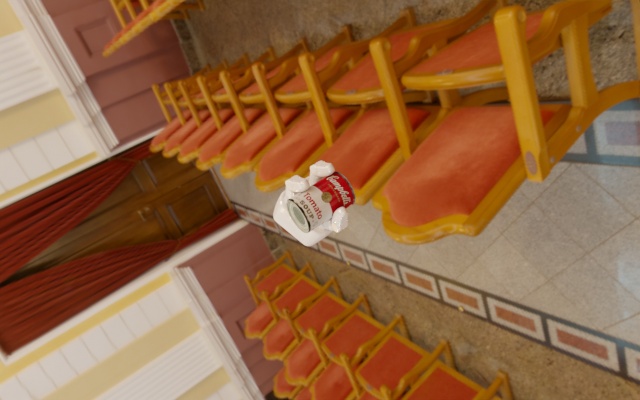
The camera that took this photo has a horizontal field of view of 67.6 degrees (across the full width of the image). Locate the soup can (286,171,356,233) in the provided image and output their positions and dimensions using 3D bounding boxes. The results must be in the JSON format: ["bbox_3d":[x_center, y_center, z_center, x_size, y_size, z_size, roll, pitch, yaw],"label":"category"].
[{"bbox_3d":[0.000,0.003,0.823,0.102,0.068,0.068,-32,13,-22],"label":"soup can"}]
